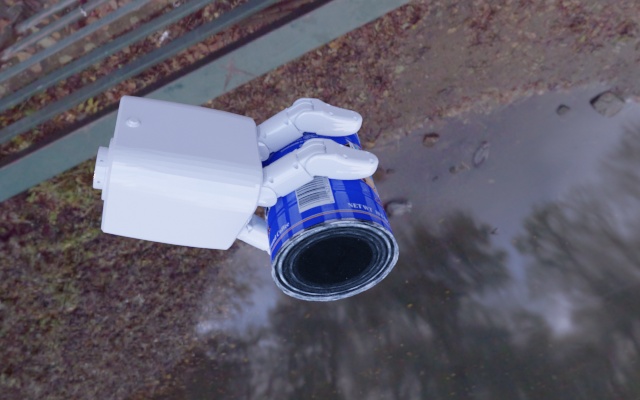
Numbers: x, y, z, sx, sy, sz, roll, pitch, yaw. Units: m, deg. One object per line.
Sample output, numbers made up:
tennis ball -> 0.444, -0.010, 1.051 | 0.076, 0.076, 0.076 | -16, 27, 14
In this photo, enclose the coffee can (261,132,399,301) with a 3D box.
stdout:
coffee can -> 0.000, 0.001, 0.423 | 0.103, 0.140, 0.103 | -7, -44, -7
